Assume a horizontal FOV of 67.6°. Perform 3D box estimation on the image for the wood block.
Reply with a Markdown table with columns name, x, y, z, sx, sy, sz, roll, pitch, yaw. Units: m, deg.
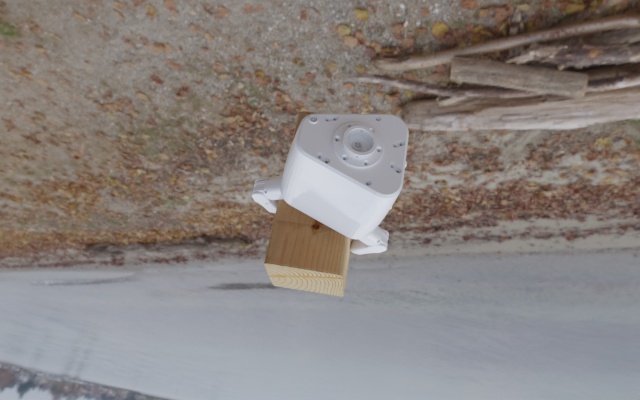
| name | x | y | z | sx | sy | sz | roll | pitch | yaw |
| --- | --- | --- | --- | --- | --- | --- | --- | --- | --- |
| wood block | 0.000 | 0.002 | 0.596 | 0.091 | 0.206 | 0.090 | 8 | -26 | 7 |
